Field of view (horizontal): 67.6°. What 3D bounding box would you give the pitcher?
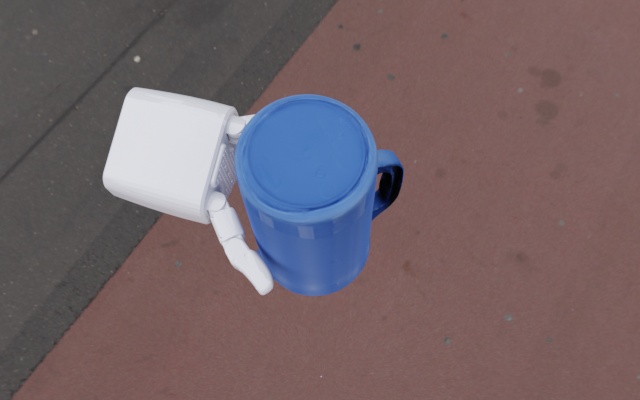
[{"bbox_3d":[0.000,0.002,0.461,0.145,0.149,0.243,17,-19,7],"label":"pitcher"}]
